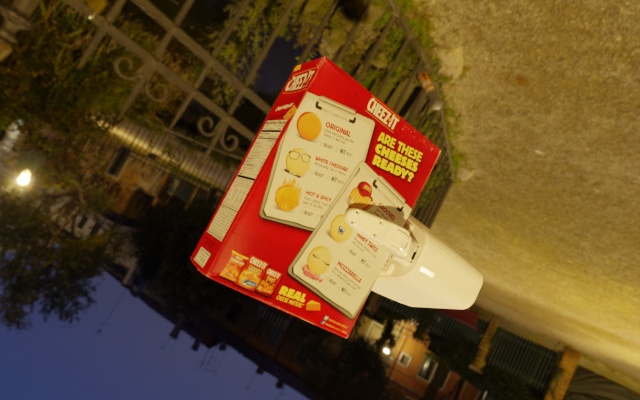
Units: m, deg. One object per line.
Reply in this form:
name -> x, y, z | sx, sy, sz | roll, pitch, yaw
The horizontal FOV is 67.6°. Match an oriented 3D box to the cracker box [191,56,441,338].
cracker box -> 0.000, 0.002, 0.463 | 0.164, 0.213, 0.072 | 31, -8, -30
